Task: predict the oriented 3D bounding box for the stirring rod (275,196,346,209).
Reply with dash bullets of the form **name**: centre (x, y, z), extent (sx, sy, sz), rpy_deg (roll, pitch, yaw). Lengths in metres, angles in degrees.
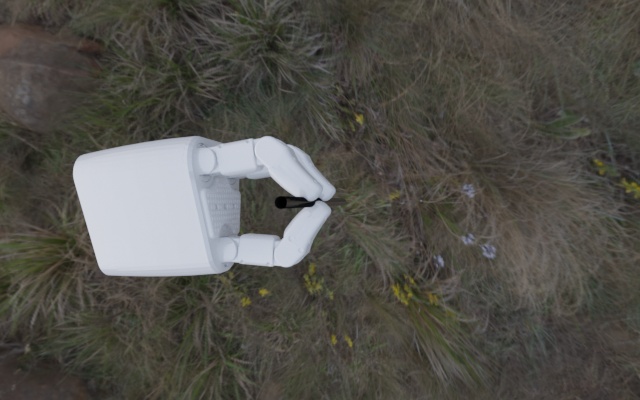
- **stirring rod**: centre (0.000, 0.001, 0.414), extent (0.011, 0.011, 0.239), rpy_deg (0, 0, 12)
